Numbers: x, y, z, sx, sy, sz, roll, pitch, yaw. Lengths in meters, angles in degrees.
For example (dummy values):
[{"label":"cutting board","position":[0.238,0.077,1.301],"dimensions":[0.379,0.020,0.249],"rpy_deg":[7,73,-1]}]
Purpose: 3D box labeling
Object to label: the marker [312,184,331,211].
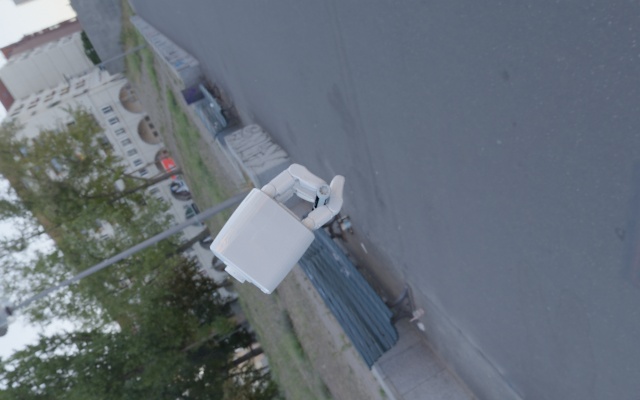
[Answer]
[{"label":"marker","position":[0.000,0.002,0.712],"dimensions":[0.020,0.020,0.121],"rpy_deg":[0,-16,-5]}]
